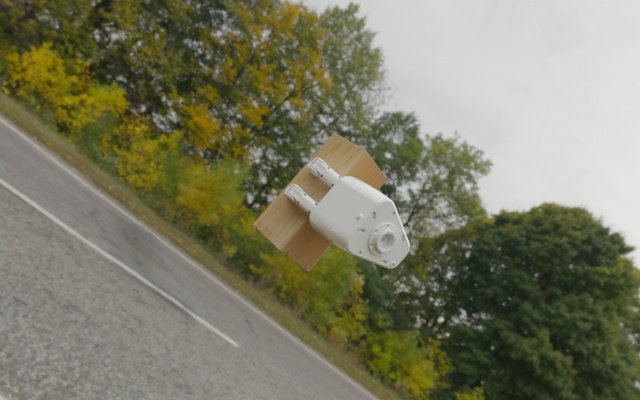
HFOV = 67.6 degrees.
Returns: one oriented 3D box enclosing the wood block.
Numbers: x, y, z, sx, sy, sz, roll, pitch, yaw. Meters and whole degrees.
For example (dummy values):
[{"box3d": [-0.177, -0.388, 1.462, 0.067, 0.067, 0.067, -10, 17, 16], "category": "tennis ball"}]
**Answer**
[{"box3d": [0.001, 0.003, 0.798, 0.090, 0.206, 0.091, 36, -7, 44], "category": "wood block"}]
